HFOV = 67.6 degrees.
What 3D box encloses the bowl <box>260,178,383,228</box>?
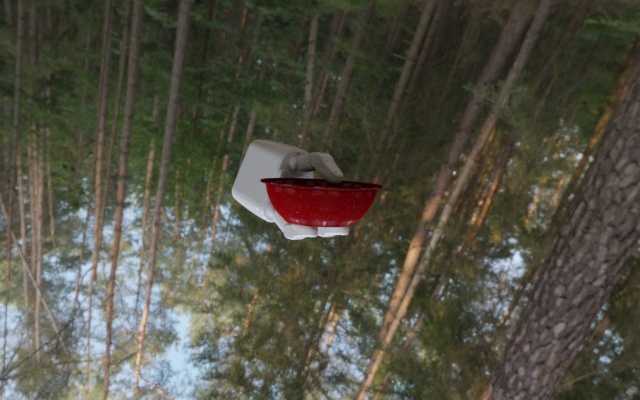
[{"bbox_3d":[0.001,0.003,0.630,0.162,0.055,0.162,3,5,0],"label":"bowl"}]
